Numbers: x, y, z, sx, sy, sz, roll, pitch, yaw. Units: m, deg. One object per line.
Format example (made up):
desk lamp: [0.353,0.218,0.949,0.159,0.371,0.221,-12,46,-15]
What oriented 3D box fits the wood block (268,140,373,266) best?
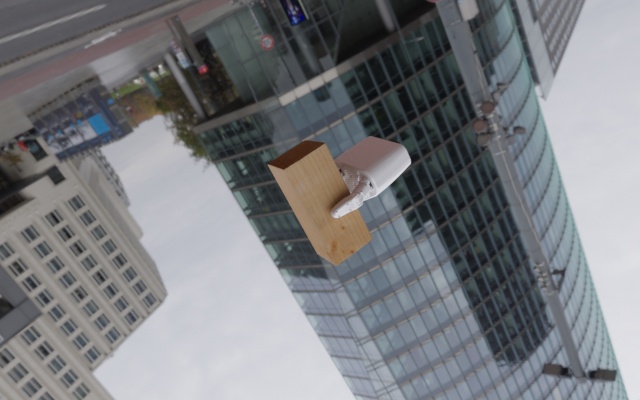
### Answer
wood block: [0.001,0.003,0.872,0.090,0.206,0.091,-34,22,-16]
